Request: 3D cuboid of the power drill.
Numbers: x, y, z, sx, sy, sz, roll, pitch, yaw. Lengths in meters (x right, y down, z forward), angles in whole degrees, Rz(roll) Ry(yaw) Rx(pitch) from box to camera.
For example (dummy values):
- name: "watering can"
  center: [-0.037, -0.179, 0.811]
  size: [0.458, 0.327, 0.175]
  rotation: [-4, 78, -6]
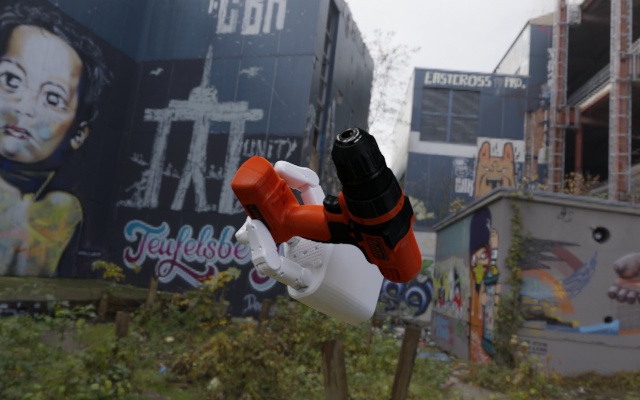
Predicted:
- name: "power drill"
  center: [0.000, 0.002, 0.478]
  size: [0.187, 0.185, 0.057]
  rotation: [11, 51, 37]
